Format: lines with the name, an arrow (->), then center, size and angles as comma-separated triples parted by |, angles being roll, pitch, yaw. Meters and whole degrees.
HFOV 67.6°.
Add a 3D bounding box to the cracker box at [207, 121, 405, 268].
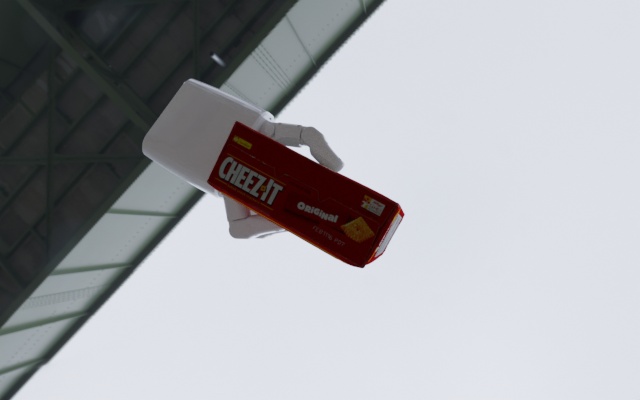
cracker box -> 0.000, 0.002, 0.509 | 0.164, 0.072, 0.214 | 28, 2, 12
